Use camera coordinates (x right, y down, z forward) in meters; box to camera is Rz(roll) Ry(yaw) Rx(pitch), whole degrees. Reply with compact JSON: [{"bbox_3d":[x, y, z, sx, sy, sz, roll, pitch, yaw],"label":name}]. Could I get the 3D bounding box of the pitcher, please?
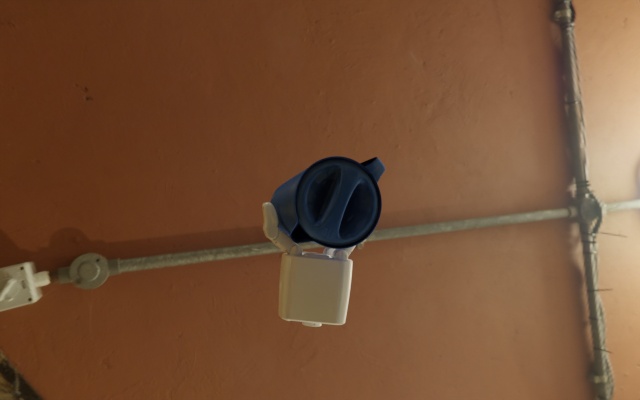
[{"bbox_3d":[0.000,0.003,0.791,0.149,0.145,0.243,5,-4,-18],"label":"pitcher"}]
